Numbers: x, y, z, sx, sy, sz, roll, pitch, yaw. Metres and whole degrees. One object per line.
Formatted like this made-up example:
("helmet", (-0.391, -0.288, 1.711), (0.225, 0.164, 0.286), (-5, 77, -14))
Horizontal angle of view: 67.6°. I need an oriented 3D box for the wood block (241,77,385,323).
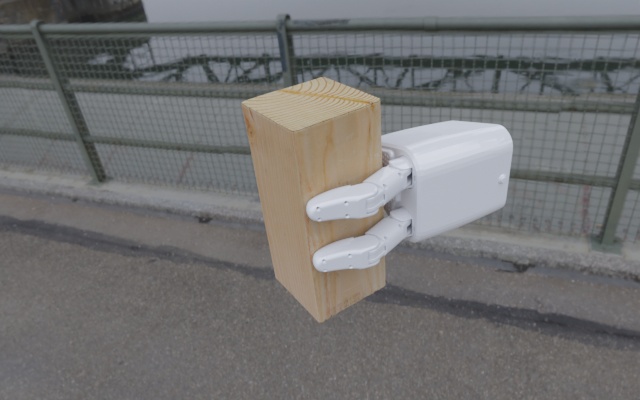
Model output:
("wood block", (0.000, 0.001, 0.460), (0.090, 0.206, 0.090), (-24, 37, -25))
